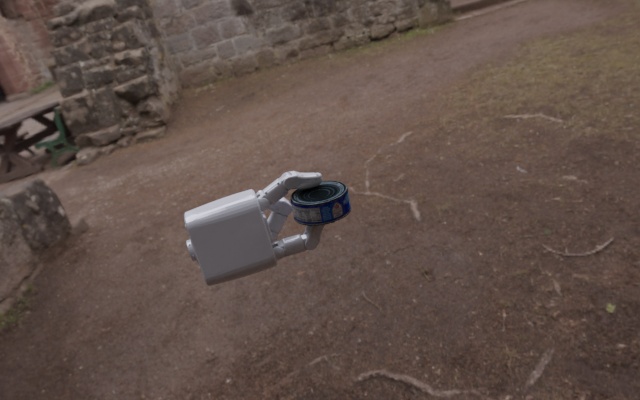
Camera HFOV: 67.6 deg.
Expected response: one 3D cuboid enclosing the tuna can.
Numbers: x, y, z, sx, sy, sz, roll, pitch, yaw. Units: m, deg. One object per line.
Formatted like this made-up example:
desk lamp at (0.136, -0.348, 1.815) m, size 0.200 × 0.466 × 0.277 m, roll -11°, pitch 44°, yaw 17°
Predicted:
tuna can at (0.000, 0.002, 0.692) m, size 0.086 × 0.034 × 0.086 m, roll -9°, pitch 23°, yaw 4°
